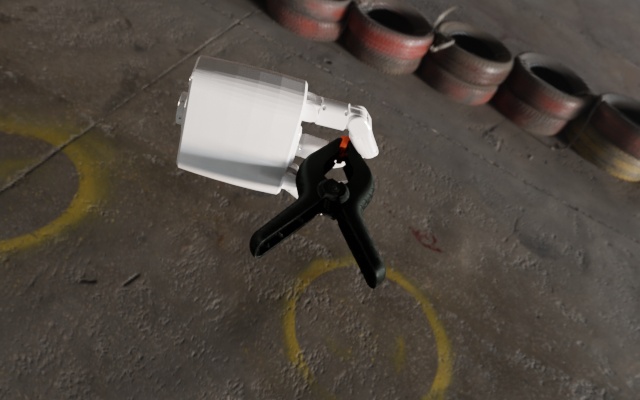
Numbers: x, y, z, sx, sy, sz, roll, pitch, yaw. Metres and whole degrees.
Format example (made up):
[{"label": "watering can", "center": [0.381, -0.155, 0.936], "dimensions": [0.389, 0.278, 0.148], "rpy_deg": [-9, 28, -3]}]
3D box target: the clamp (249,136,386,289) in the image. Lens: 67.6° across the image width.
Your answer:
[{"label": "clamp", "center": [0.000, 0.001, 0.457], "dimensions": [0.120, 0.171, 0.039], "rpy_deg": [12, -44, -11]}]
